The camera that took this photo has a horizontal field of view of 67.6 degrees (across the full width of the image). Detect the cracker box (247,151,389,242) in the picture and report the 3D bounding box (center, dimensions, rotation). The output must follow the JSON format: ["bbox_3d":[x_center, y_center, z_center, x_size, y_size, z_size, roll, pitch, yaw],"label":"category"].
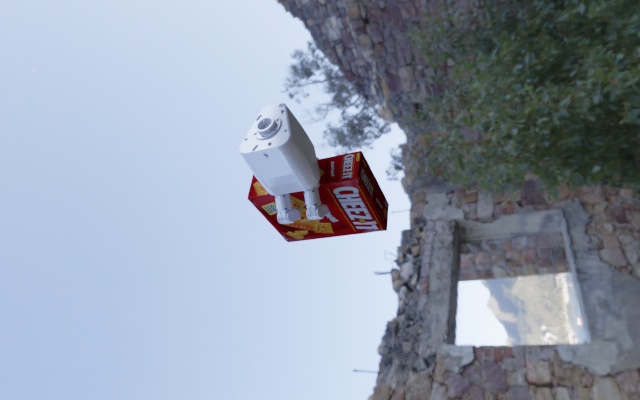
[{"bbox_3d":[0.000,0.003,0.880,0.214,0.072,0.164,-8,-38,23],"label":"cracker box"}]
